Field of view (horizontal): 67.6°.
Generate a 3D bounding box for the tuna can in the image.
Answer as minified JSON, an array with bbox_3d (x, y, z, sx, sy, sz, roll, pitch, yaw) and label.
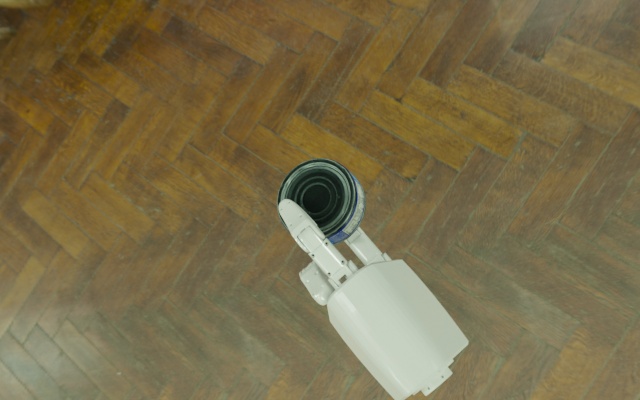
[{"bbox_3d":[0.000,0.001,0.480,0.086,0.086,0.034,0,-15,21],"label":"tuna can"}]
